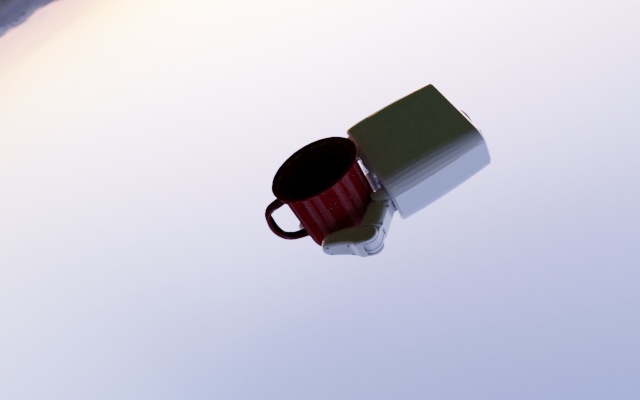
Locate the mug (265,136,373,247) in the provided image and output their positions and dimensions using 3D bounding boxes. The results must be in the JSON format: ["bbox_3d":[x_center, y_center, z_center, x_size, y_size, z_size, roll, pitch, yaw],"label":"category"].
[{"bbox_3d":[-0.001,0.003,0.486,0.117,0.081,0.093,-31,35,2],"label":"mug"}]
